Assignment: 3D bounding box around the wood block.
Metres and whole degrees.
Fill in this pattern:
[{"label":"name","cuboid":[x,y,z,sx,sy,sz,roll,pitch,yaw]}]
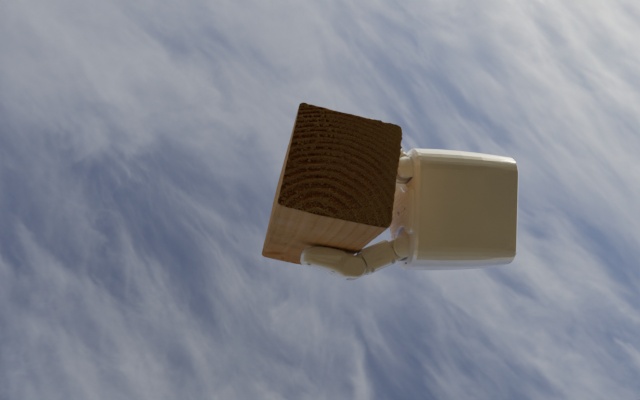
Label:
[{"label":"wood block","cuboid":[0.000,0.002,0.466,0.090,0.090,0.206,12,-19,-6]}]
